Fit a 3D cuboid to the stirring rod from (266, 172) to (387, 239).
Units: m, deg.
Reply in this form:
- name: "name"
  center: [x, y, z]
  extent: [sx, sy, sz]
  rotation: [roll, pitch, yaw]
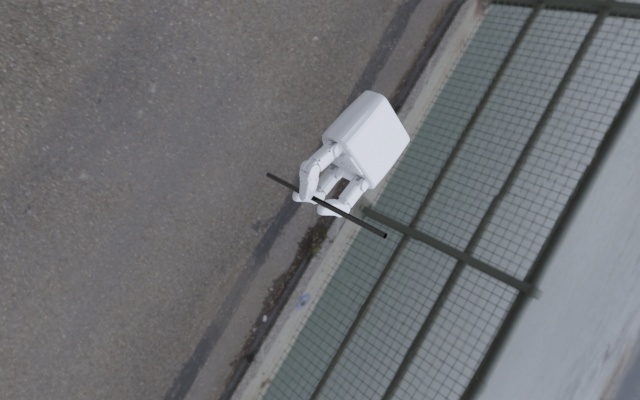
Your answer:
- name: "stirring rod"
  center: [0.000, 0.002, 0.694]
  extent: [0.239, 0.011, 0.011]
  rotation: [28, 18, 38]
